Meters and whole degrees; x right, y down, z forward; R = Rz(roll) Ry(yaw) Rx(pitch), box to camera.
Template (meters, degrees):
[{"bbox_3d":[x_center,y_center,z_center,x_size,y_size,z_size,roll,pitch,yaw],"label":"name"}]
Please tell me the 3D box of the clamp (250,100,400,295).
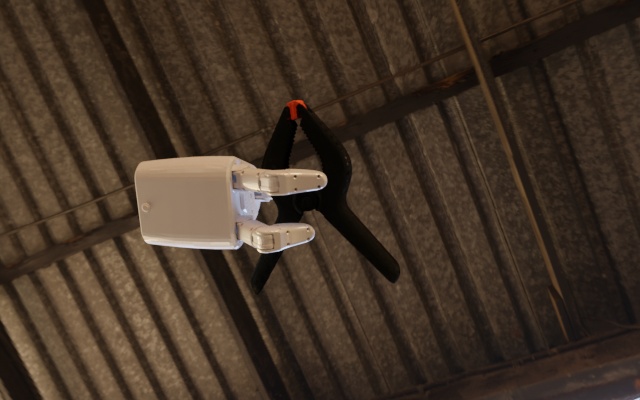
[{"bbox_3d":[0.000,0.001,0.500,0.164,0.210,0.036,0,13,8],"label":"clamp"}]
